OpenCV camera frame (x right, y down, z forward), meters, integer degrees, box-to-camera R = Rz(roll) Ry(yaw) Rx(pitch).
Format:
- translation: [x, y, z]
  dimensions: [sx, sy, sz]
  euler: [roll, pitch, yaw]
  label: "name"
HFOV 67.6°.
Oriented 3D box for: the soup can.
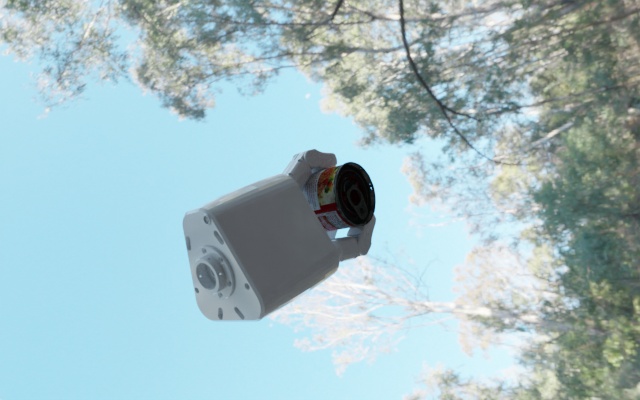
- translation: [0.000, 0.002, 0.525]
  dimensions: [0.102, 0.068, 0.068]
  euler: [-13, -9, 41]
  label: "soup can"
